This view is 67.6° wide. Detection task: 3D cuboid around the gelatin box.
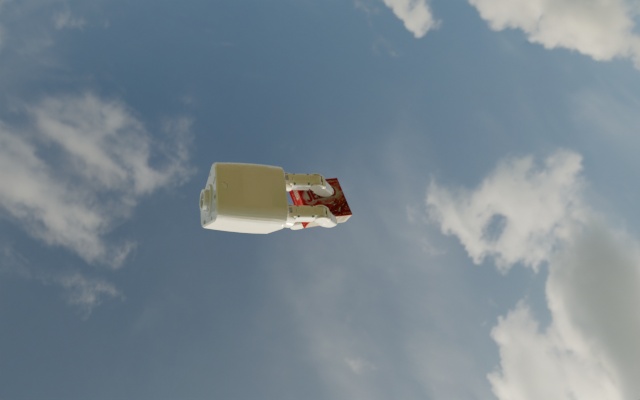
[{"bbox_3d":[0.000,0.003,0.790,0.089,0.073,0.030,-7,-26,-34],"label":"gelatin box"}]
